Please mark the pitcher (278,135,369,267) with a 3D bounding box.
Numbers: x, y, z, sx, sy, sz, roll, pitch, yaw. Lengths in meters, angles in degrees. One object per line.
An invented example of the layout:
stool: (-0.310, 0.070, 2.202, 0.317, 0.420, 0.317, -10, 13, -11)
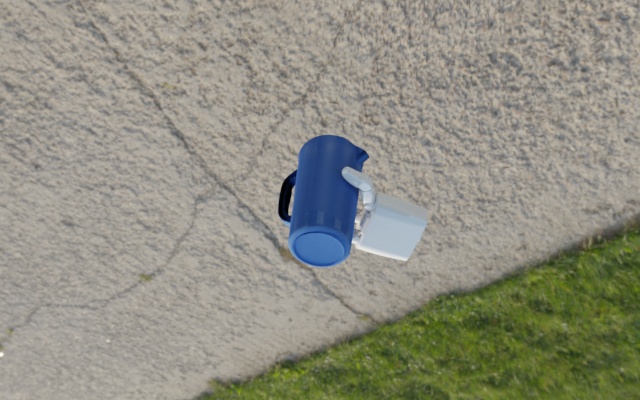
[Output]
pitcher: (0.000, 0.003, 0.890, 0.145, 0.242, 0.149, 18, -46, -9)
